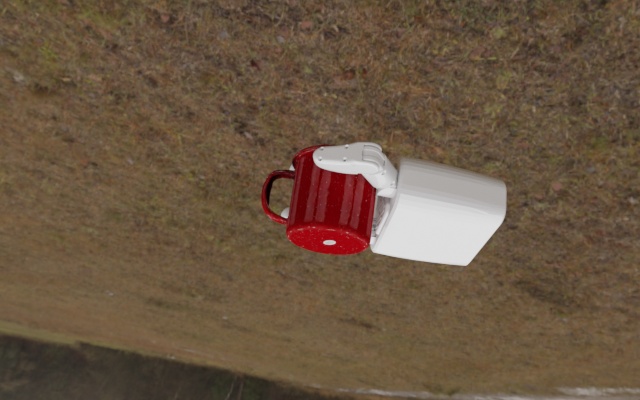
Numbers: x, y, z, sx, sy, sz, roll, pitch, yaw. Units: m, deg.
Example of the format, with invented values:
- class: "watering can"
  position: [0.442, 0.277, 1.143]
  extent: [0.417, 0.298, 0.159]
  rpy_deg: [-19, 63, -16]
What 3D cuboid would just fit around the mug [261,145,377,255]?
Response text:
- class: "mug"
  position: [-0.001, 0.001, 0.466]
  extent: [0.117, 0.081, 0.093]
  rpy_deg: [10, -23, -2]
